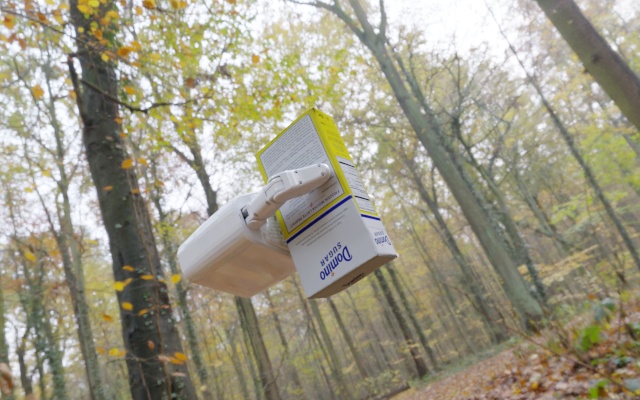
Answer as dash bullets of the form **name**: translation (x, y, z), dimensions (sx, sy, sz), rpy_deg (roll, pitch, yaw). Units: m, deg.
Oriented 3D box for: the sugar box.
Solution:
- **sugar box**: translation (0.000, 0.002, 0.491), dimensions (0.093, 0.176, 0.048), rpy_deg (-36, -25, 28)
